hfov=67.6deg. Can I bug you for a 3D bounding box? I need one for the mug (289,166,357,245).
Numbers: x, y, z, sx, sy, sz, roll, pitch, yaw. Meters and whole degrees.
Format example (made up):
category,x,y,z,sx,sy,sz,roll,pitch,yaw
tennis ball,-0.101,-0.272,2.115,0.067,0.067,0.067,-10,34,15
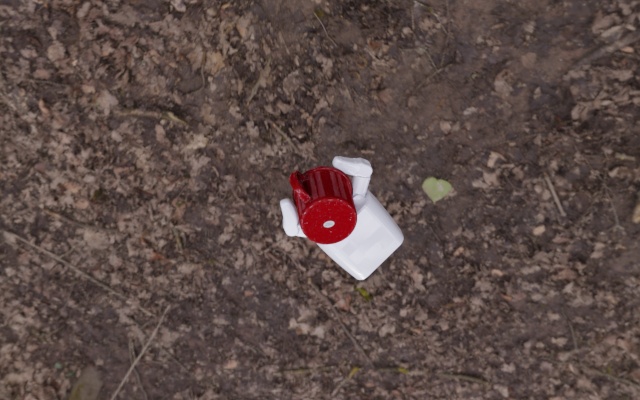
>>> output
category,x,y,z,sx,sy,sz,roll,pitch,yaw
mug,-0.001,0.001,0.684,0.093,0.117,0.081,-38,29,16
